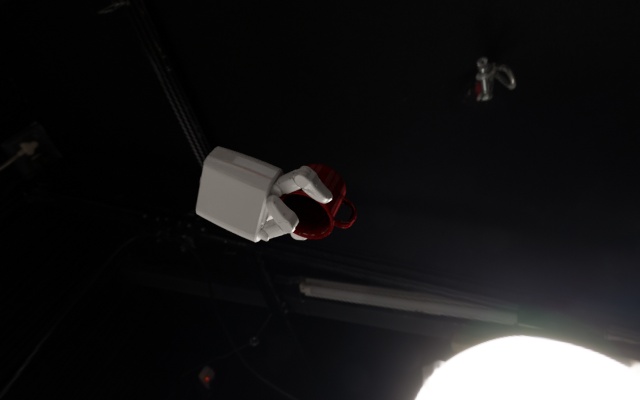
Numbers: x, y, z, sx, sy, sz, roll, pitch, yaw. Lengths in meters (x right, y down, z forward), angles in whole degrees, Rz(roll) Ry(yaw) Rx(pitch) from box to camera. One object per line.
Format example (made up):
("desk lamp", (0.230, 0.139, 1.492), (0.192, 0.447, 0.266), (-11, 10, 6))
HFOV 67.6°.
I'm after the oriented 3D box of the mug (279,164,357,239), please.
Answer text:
("mug", (0.002, 0.003, 0.724), (0.117, 0.093, 0.081), (23, 46, 7))
